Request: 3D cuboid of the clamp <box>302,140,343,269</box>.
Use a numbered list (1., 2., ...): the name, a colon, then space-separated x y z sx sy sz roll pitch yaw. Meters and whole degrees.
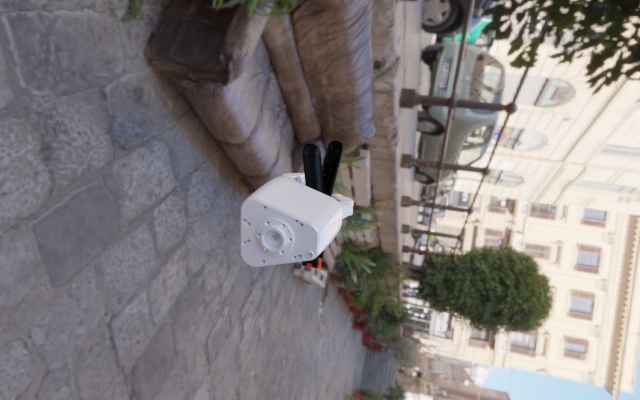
1. clamp: 0.001 0.003 0.756 0.036 0.210 0.164 9 18 15
